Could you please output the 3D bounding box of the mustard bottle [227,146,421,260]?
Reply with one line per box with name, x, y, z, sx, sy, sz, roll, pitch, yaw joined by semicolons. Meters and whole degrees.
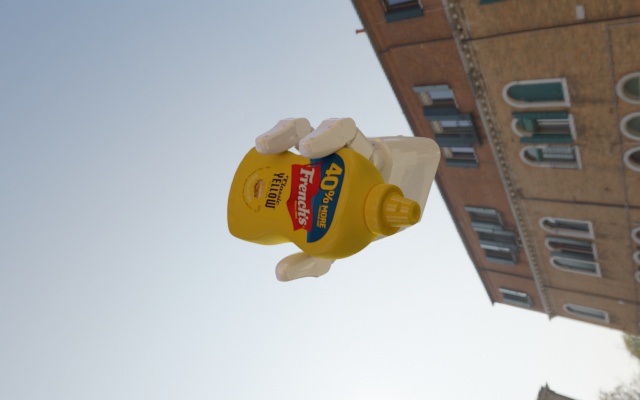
mustard bottle;0.000;0.001;0.419;0.191;0.096;0.058;7;-13;41
